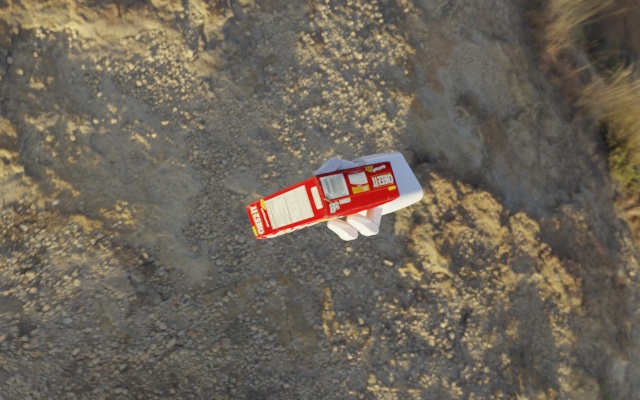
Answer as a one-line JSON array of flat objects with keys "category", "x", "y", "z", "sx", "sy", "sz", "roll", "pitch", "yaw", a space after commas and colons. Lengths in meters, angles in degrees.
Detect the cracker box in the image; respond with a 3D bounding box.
[{"category": "cracker box", "x": 0.000, "y": 0.002, "z": 0.810, "sx": 0.164, "sy": 0.072, "sz": 0.214, "roll": -14, "pitch": -4, "yaw": -39}]
